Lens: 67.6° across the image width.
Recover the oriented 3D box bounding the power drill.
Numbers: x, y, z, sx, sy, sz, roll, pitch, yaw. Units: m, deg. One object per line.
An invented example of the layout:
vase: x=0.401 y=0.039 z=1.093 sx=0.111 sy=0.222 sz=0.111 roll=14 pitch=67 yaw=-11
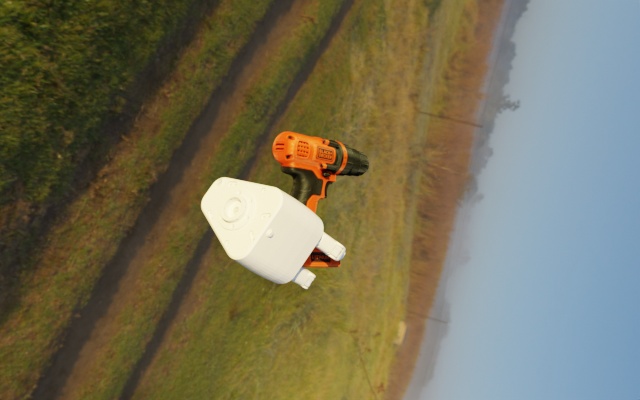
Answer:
power drill: x=0.000 y=0.003 z=0.703 sx=0.184 sy=0.187 sz=0.057 roll=7 pitch=-3 yaw=-44
